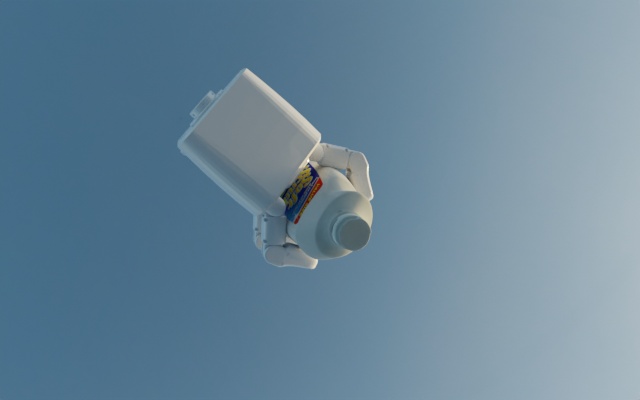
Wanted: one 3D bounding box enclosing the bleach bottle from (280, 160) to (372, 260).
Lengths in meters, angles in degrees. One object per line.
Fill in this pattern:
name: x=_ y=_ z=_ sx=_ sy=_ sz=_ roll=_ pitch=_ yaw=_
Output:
bleach bottle: x=0.000 y=0.002 z=0.520 sx=0.068 sy=0.102 sz=0.251 roll=42 pitch=-4 yaw=-19
